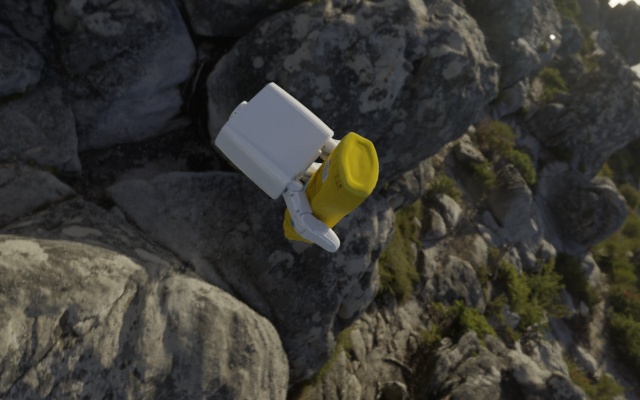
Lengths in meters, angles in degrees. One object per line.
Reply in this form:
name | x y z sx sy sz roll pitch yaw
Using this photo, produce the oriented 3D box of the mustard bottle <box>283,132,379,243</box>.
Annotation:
mustard bottle | 0.001 0.002 0.626 0.058 0.096 0.192 23 -40 -19
